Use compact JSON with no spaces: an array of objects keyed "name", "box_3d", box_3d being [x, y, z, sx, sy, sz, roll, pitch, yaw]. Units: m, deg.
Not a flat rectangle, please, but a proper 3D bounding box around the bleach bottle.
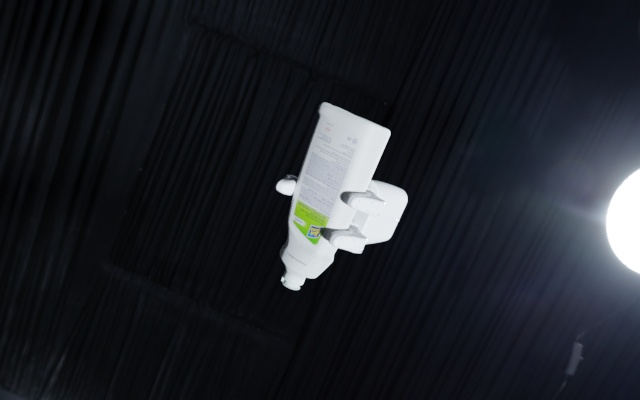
[{"name":"bleach bottle","box_3d":[0.000,0.002,0.651,0.102,0.251,0.068,31,14,33]}]
